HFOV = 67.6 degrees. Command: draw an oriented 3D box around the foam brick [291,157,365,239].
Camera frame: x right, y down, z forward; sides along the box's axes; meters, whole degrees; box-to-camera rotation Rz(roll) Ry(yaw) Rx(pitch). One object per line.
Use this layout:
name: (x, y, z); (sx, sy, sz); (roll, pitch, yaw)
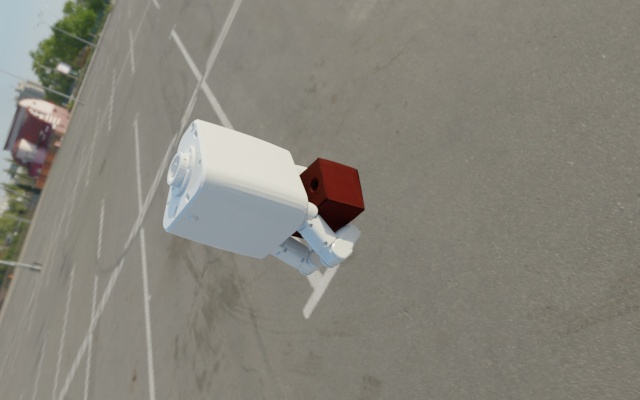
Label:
foam brick: (0.000, 0.001, 0.501); (0.051, 0.053, 0.078); (17, -41, -34)
